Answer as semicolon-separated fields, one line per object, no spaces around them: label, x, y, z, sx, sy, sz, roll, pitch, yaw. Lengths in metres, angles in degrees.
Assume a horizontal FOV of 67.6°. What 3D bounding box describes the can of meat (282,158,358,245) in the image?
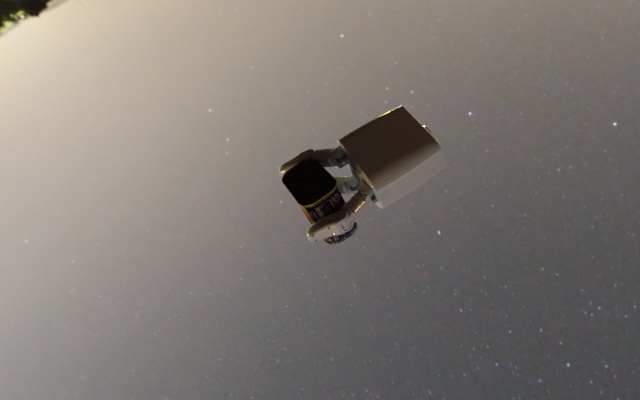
can of meat;0.000;0.002;0.659;0.057;0.084;0.102;-34;36;-5
